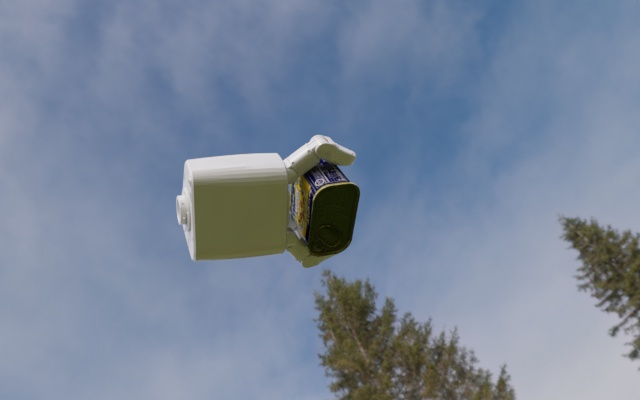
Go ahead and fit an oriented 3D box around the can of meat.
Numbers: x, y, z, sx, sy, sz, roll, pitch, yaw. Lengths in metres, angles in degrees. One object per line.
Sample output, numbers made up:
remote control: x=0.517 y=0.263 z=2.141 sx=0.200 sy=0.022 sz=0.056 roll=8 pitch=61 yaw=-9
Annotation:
can of meat: x=0.000 y=0.002 z=0.580 sx=0.057 sy=0.102 sz=0.084 roll=-8 pitch=36 yaw=-21
